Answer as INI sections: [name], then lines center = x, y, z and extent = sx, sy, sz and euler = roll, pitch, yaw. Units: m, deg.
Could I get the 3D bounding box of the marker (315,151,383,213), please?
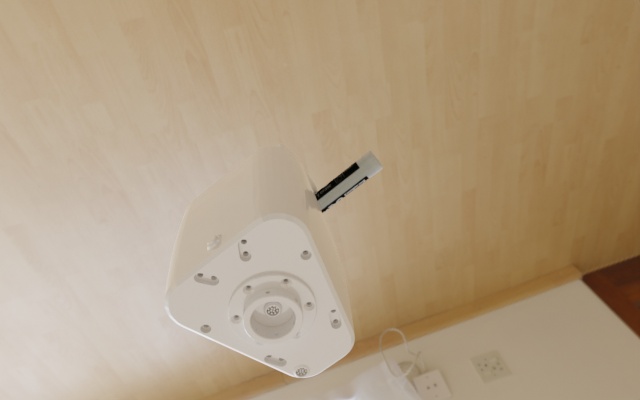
[marker]
center = 0.000, 0.001, 0.409
extent = 0.121, 0.020, 0.020
euler = -37, -7, 10
